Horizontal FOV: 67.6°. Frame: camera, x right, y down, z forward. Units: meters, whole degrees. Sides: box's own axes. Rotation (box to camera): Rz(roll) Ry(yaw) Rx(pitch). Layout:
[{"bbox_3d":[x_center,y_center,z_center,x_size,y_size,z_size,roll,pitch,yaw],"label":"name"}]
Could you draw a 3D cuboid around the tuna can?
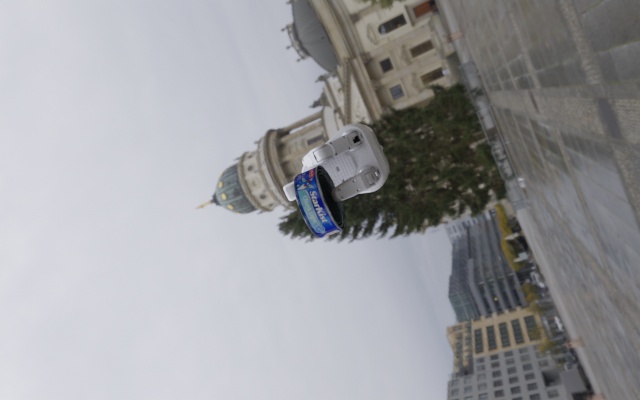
[{"bbox_3d":[0.000,0.002,0.592,0.034,0.086,0.086,-22,-6,14],"label":"tuna can"}]
